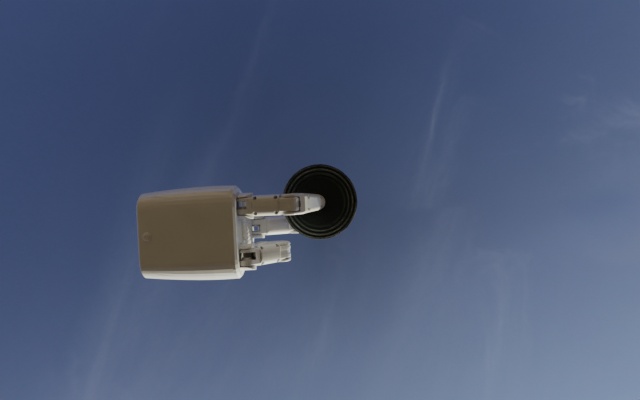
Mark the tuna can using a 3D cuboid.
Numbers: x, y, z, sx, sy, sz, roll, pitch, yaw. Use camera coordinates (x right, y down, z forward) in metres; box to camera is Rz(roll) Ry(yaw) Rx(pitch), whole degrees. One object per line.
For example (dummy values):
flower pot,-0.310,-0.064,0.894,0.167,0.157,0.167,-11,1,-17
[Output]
tuna can,0.000,0.002,0.559,0.086,0.086,0.034,0,-1,5
